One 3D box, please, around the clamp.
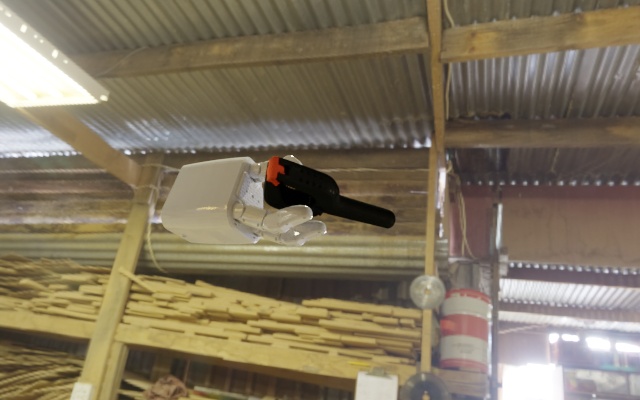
[{"bbox_3d":[0.000,0.001,0.610,0.164,0.036,0.210,-6,-25,18],"label":"clamp"}]
